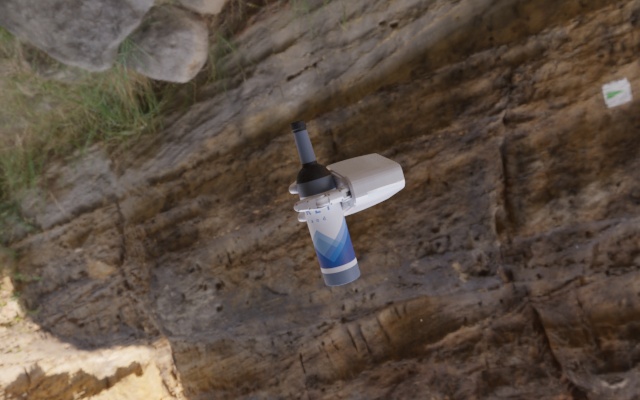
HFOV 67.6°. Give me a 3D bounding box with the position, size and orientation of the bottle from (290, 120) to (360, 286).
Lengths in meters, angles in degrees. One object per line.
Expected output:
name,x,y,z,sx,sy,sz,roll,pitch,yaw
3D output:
bottle,0.000,0.003,0.852,0.069,0.296,0.069,-16,7,2
